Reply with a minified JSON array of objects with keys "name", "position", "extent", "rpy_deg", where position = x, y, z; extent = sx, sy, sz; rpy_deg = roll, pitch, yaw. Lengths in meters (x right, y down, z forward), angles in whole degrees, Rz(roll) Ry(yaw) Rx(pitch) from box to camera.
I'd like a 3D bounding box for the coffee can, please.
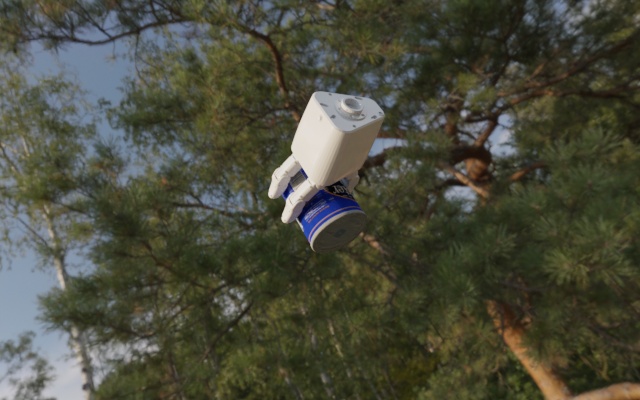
[{"name":"coffee can","position":[0.000,0.003,0.802],"extent":[0.103,0.140,0.103],"rpy_deg":[-23,-31,-15]}]
